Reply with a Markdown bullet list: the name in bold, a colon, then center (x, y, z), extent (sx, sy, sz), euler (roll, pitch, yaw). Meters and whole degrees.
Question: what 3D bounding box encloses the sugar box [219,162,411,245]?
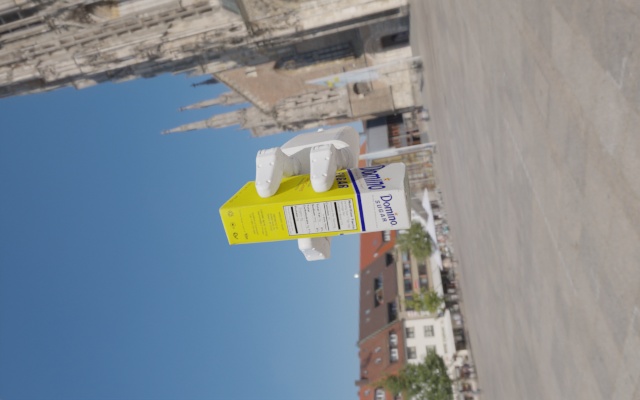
- **sugar box**: center (0.000, 0.001, 0.475), extent (0.176, 0.048, 0.093), euler (-9, 18, 13)
